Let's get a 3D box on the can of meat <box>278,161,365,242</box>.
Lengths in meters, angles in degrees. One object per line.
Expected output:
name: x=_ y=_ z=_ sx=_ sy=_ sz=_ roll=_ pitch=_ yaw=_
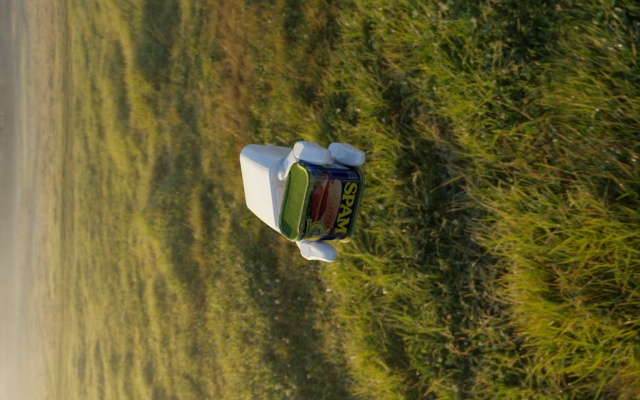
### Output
can of meat: x=0.000 y=0.002 z=0.603 sx=0.084 sy=0.102 sz=0.057 roll=1 pitch=19 yaw=-35
